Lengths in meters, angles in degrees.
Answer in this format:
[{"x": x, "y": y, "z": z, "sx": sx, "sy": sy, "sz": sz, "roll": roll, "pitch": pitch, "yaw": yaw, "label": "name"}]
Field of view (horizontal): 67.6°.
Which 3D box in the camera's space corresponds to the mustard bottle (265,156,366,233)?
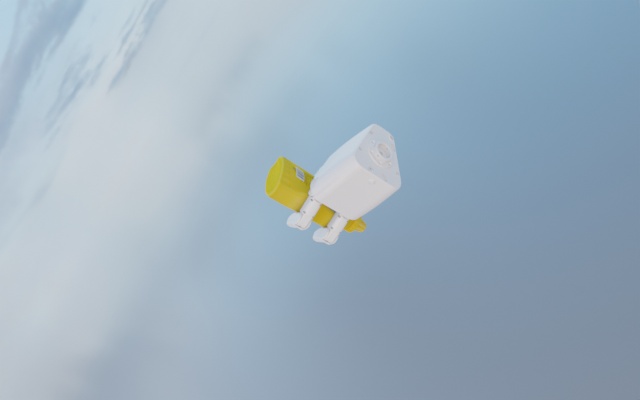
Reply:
[{"x": 0.000, "y": 0.003, "z": 0.811, "sx": 0.192, "sy": 0.058, "sz": 0.096, "roll": 30, "pitch": 24, "yaw": -21, "label": "mustard bottle"}]
